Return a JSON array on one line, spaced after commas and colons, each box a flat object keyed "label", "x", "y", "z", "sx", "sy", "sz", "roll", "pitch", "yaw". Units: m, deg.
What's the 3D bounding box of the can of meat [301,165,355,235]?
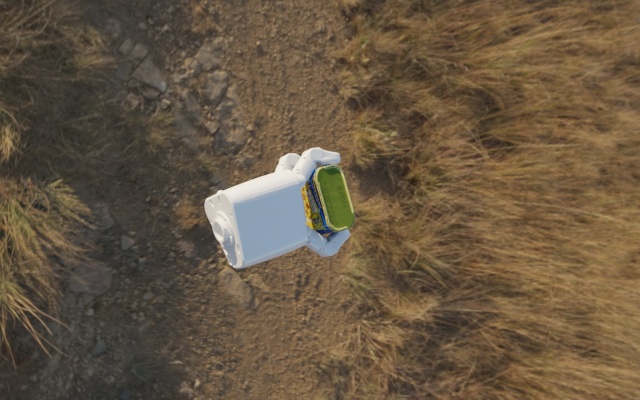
[{"label": "can of meat", "x": 0.000, "y": 0.002, "z": 0.716, "sx": 0.057, "sy": 0.102, "sz": 0.084, "roll": -16, "pitch": 1, "yaw": -35}]
